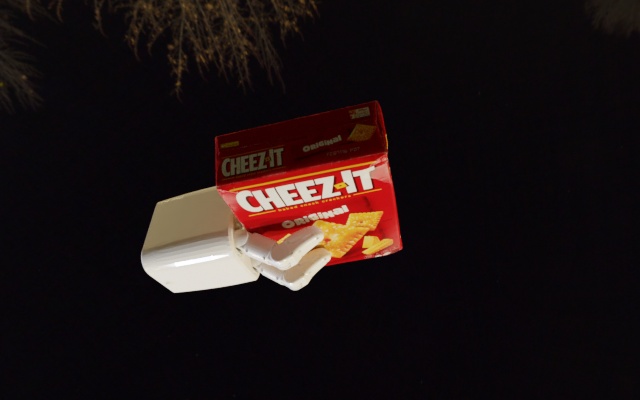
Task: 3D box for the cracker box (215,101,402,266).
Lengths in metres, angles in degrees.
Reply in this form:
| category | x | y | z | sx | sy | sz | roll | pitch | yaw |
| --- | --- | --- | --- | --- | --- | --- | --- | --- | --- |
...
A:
| category | x | y | z | sx | sy | sz | roll | pitch | yaw |
| --- | --- | --- | --- | --- | --- | --- | --- | --- | --- |
| cracker box | 0.000 | 0.002 | 0.529 | 0.164 | 0.072 | 0.214 | -12 | -32 | 7 |
